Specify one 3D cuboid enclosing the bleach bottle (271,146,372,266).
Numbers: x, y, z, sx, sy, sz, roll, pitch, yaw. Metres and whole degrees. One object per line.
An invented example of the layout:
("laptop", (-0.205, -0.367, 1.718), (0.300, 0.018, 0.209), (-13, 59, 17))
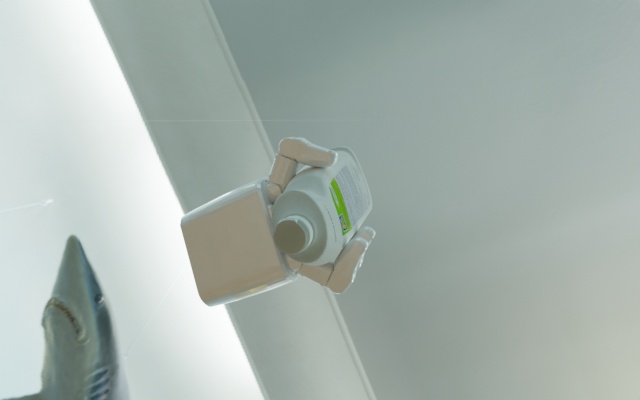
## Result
("bleach bottle", (0.000, 0.002, 0.505), (0.068, 0.102, 0.251), (-22, 4, 16))
